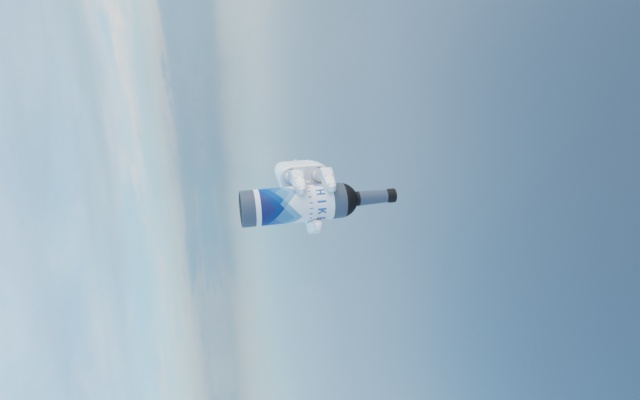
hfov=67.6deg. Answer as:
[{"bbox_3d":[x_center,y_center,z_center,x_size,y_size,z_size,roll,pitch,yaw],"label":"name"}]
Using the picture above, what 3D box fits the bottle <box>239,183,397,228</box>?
[{"bbox_3d":[0.000,0.003,0.885,0.296,0.069,0.069,-5,1,-13],"label":"bottle"}]
